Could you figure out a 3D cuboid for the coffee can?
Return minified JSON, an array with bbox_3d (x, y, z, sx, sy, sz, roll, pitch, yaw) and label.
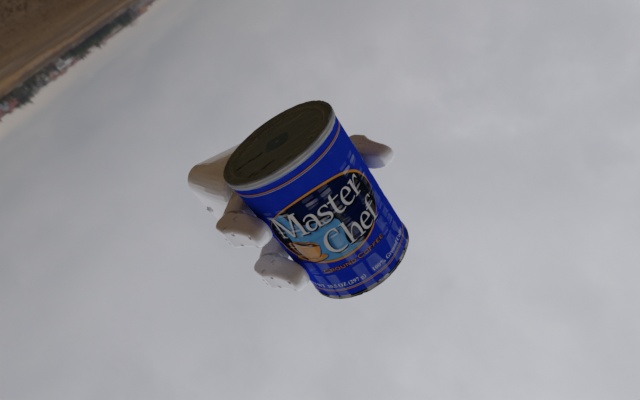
[{"bbox_3d":[0.000,0.001,0.411,0.103,0.140,0.102,-26,31,17],"label":"coffee can"}]
